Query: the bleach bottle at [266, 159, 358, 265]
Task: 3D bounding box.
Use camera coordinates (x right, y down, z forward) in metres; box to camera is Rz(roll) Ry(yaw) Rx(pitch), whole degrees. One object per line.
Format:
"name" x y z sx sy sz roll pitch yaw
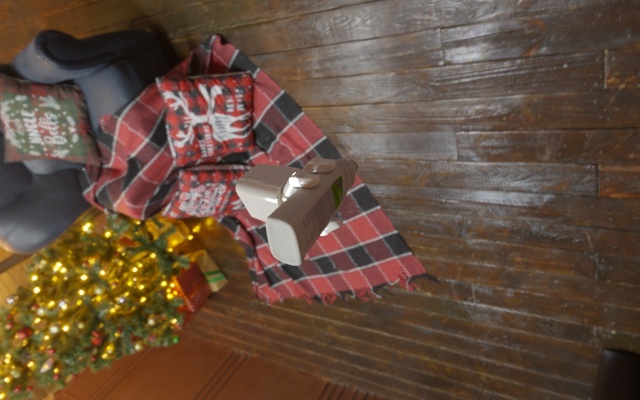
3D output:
"bleach bottle" 0.000 0.003 0.879 0.068 0.103 0.250 15 40 28
